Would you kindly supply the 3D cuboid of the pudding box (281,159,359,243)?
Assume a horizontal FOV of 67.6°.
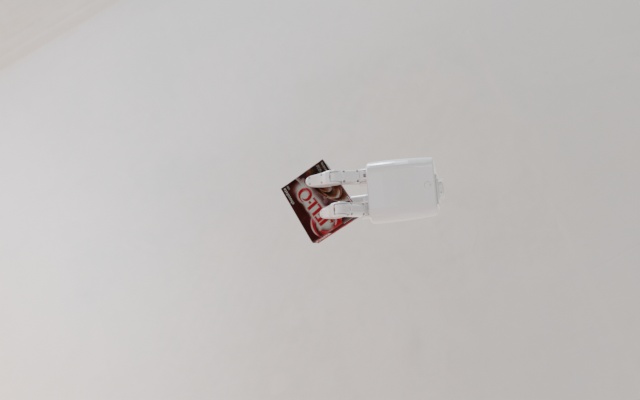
[{"bbox_3d":[0.000,0.003,0.804,0.090,0.113,0.039,-34,-18,10],"label":"pudding box"}]
